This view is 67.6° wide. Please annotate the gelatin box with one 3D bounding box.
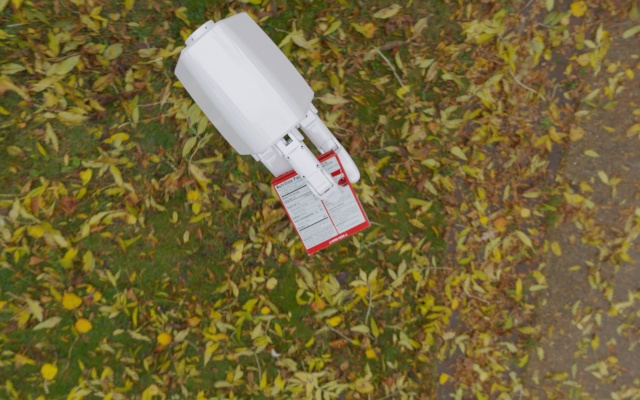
[{"bbox_3d":[0.000,0.002,0.500,0.073,0.089,0.030,-26,14,0],"label":"gelatin box"}]
